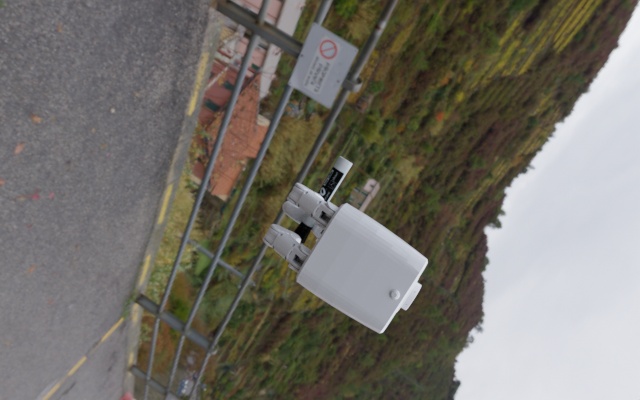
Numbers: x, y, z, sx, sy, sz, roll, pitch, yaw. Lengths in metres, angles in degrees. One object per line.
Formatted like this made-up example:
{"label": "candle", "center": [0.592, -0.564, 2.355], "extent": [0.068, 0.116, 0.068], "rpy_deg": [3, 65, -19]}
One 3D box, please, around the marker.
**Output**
{"label": "marker", "center": [0.000, 0.002, 0.585], "extent": [0.020, 0.121, 0.020], "rpy_deg": [31, 6, -4]}
